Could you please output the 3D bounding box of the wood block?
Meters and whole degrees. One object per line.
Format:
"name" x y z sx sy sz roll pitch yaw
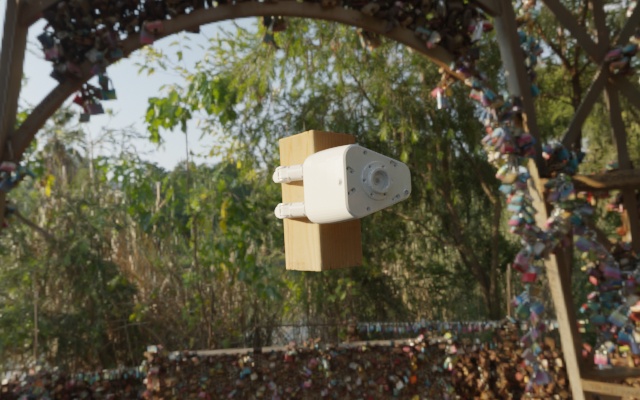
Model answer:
"wood block" 0.001 0.002 0.752 0.091 0.206 0.090 0 -4 -40
